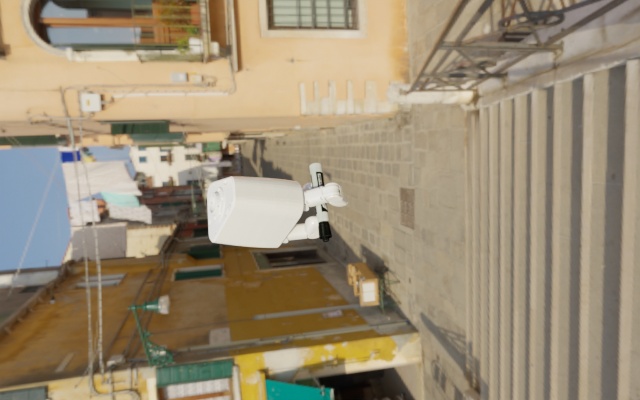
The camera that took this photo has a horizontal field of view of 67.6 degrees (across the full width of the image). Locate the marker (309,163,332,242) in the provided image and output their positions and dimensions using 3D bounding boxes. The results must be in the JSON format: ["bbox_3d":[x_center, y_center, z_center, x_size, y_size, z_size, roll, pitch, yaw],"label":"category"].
[{"bbox_3d":[0.000,0.002,0.700,0.020,0.121,0.020,-7,-21,-3],"label":"marker"}]
